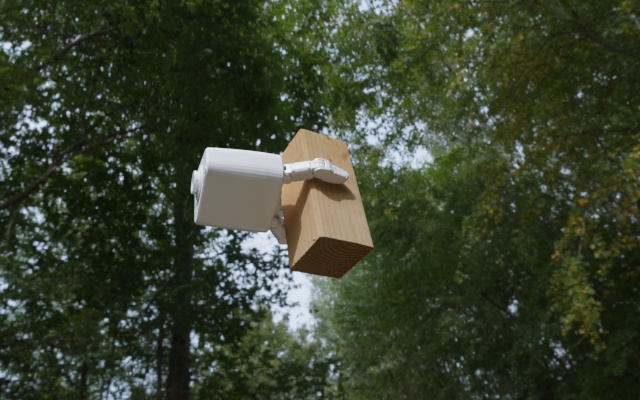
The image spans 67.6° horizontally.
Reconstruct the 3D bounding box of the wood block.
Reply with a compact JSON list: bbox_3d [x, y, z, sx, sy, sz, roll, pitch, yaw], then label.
[{"bbox_3d":[0.000,0.002,0.725,0.090,0.206,0.091,14,-44,-29],"label":"wood block"}]
